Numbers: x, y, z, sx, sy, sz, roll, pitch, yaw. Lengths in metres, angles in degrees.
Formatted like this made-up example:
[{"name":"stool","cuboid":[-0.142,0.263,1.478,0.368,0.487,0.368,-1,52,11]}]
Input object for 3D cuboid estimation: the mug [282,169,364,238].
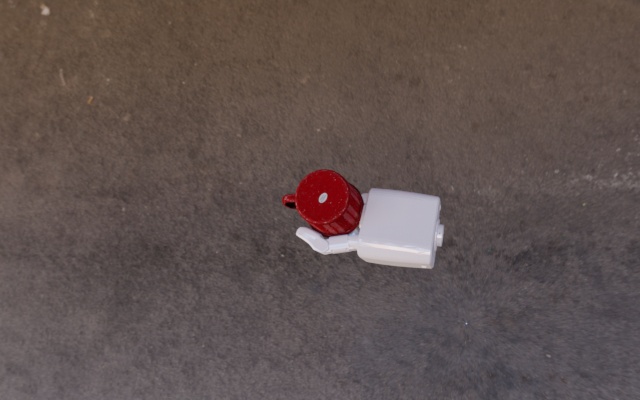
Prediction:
[{"name":"mug","cuboid":[-0.001,0.002,0.703,0.117,0.093,0.081,5,-12,16]}]
